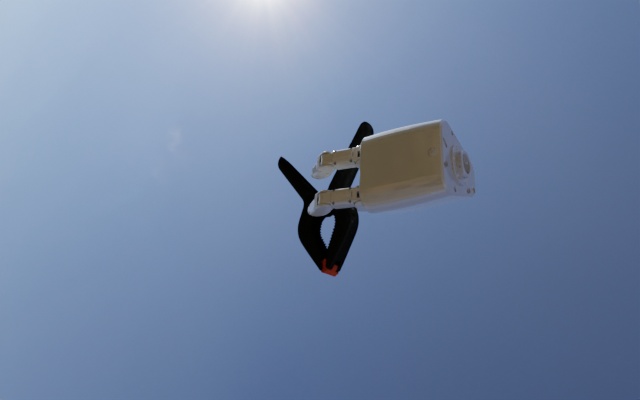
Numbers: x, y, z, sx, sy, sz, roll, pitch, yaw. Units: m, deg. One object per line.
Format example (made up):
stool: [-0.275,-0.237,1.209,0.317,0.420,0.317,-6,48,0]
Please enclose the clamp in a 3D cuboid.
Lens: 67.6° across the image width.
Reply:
clamp: [0.001,0.003,0.671,0.164,0.210,0.036,-12,-25,35]
